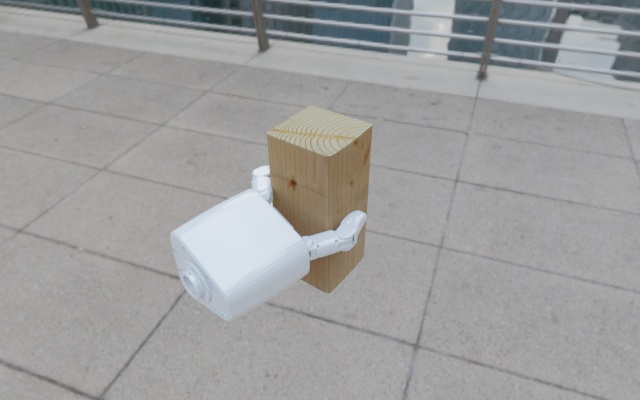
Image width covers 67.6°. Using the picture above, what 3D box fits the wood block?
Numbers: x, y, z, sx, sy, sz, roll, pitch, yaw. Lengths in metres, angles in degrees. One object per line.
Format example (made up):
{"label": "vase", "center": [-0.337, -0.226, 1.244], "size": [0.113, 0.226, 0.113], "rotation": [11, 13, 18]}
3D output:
{"label": "wood block", "center": [0.000, 0.002, 0.596], "size": [0.091, 0.206, 0.090], "rotation": [23, 43, 28]}
